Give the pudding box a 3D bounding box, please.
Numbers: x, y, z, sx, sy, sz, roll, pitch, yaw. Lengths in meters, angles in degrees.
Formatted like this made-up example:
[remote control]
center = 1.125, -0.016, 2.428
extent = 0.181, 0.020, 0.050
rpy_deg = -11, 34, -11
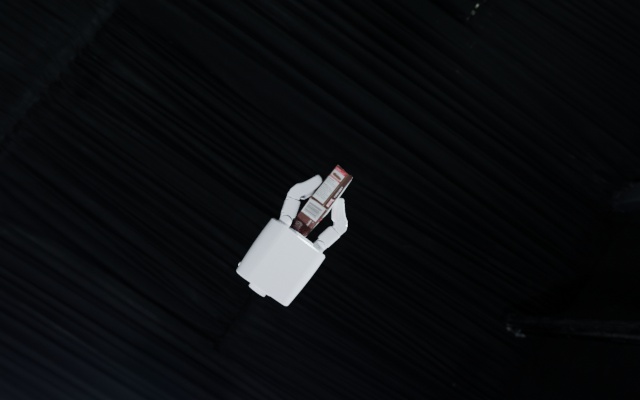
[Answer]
[pudding box]
center = 0.000, 0.003, 0.820
extent = 0.039, 0.090, 0.113
rpy_deg = 39, -35, -2
